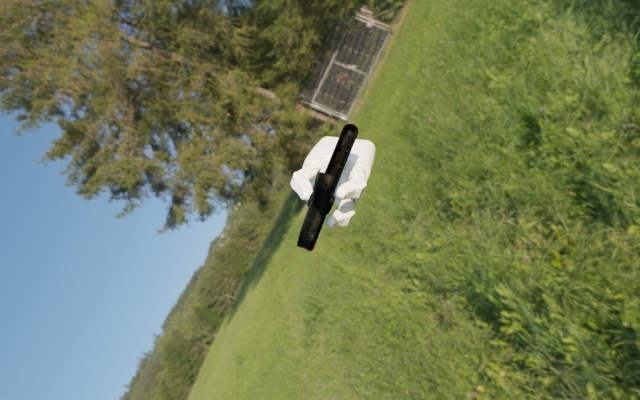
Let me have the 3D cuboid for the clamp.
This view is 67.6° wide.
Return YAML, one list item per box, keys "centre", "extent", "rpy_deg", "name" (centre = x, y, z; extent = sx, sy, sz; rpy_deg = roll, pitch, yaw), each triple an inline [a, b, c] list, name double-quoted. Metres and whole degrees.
- centre: [-0.001, 0.002, 0.714]
  extent: [0.036, 0.210, 0.164]
  rpy_deg: [23, 30, 4]
  name: "clamp"
